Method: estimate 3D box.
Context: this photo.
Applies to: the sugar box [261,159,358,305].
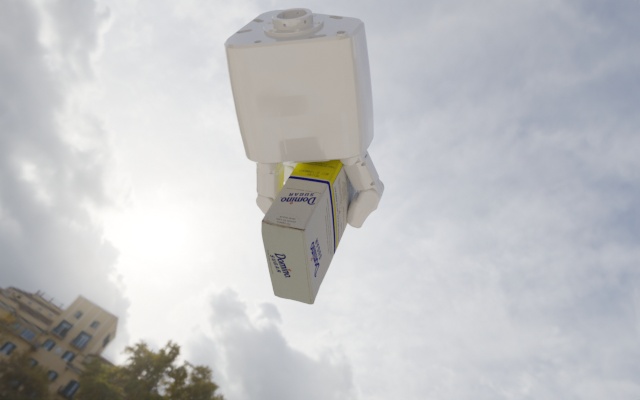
[{"bbox_3d":[0.000,0.001,0.460,0.048,0.093,0.176,11,41,19],"label":"sugar box"}]
